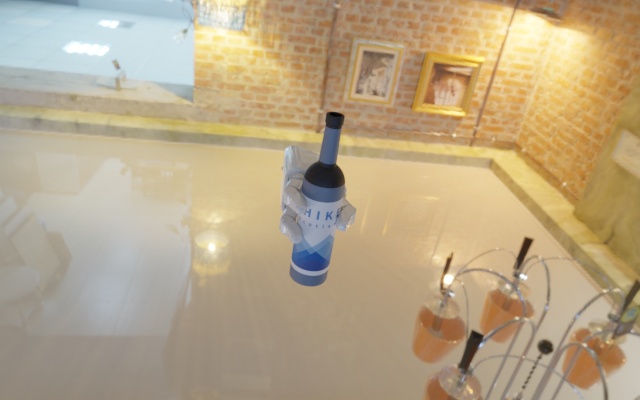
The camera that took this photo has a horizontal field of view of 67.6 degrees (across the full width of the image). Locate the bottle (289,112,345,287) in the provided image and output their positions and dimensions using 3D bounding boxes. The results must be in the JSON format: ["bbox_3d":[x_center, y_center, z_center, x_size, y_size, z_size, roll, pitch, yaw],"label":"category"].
[{"bbox_3d":[0.000,0.003,0.761,0.069,0.296,0.069,7,29,-4],"label":"bottle"}]
